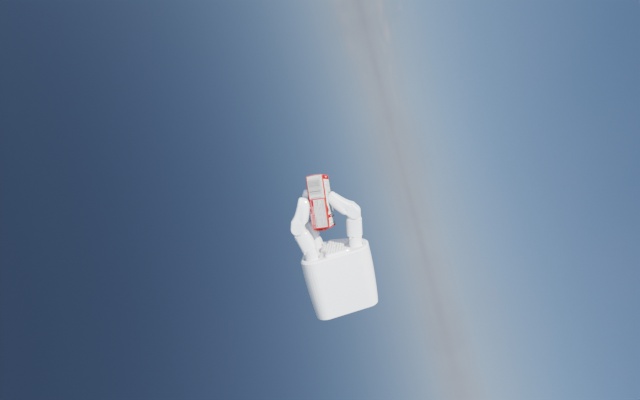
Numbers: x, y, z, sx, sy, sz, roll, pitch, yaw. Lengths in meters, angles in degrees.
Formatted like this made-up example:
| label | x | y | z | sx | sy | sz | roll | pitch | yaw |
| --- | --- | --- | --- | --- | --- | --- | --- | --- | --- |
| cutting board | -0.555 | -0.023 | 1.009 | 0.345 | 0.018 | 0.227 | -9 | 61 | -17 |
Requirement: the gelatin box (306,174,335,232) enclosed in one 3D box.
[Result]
| label | x | y | z | sx | sy | sz | roll | pitch | yaw |
| --- | --- | --- | --- | --- | --- | --- | --- | --- | --- |
| gelatin box | 0.001 | 0.002 | 0.780 | 0.030 | 0.089 | 0.073 | -8 | 1 | 9 |
